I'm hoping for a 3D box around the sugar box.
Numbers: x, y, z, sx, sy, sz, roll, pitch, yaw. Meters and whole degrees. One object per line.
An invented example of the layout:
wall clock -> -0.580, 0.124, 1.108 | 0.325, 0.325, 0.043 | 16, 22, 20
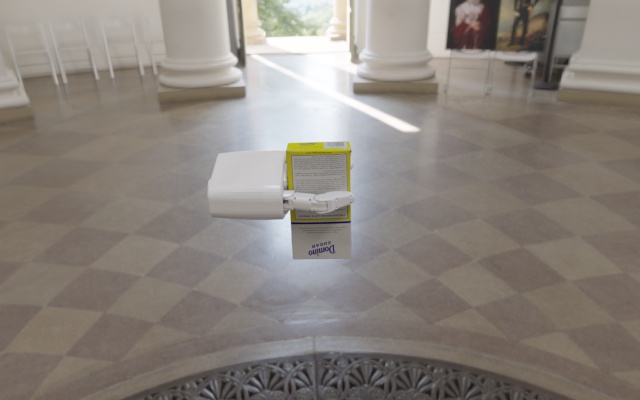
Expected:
sugar box -> 0.000, 0.002, 0.712 | 0.093, 0.176, 0.048 | -1, 26, 2
